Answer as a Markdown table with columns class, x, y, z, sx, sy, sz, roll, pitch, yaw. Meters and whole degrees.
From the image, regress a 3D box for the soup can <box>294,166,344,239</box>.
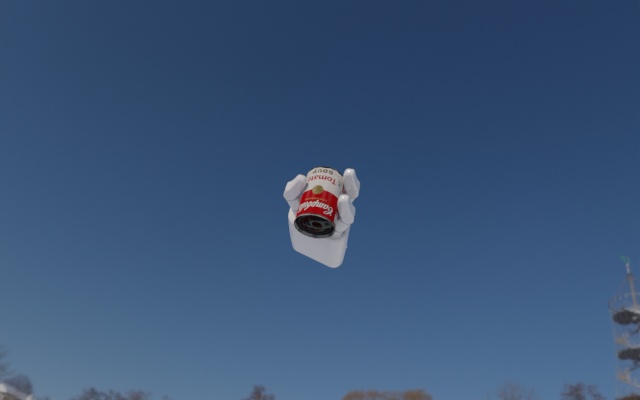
| class | x | y | z | sx | sy | sz | roll | pitch | yaw |
| --- | --- | --- | --- | --- | --- | --- | --- | --- | --- |
| soup can | 0.000 | 0.002 | 0.791 | 0.068 | 0.102 | 0.069 | 9 | -36 | 7 |
